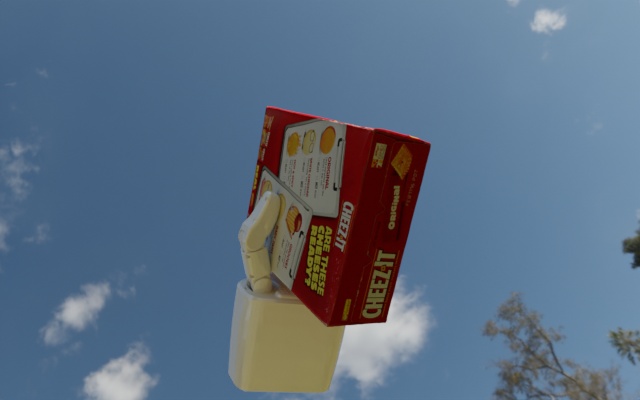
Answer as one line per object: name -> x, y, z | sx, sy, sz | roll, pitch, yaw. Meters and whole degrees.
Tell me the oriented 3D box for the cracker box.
cracker box -> 0.000, 0.001, 0.474 | 0.072, 0.164, 0.213 | 6, 11, -31
